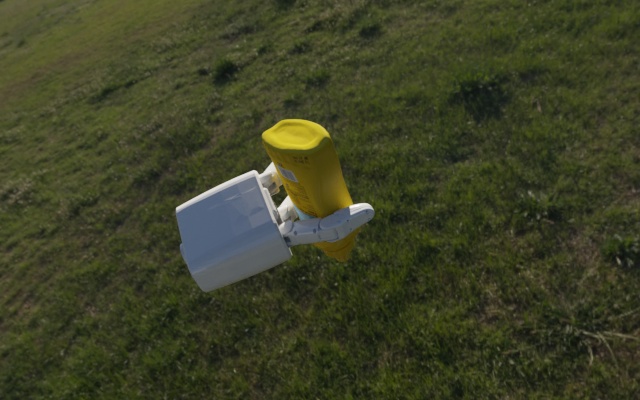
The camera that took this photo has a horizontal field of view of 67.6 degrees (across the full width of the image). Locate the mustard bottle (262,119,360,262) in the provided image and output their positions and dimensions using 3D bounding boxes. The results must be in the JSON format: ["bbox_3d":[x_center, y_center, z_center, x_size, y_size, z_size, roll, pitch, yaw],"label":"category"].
[{"bbox_3d":[0.000,0.001,0.559,0.058,0.192,0.096,-39,39,-23],"label":"mustard bottle"}]
